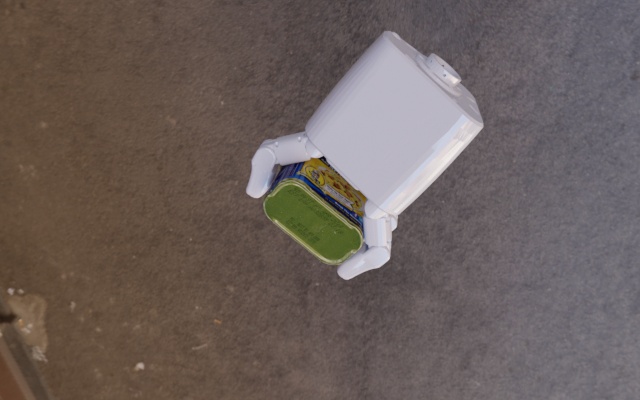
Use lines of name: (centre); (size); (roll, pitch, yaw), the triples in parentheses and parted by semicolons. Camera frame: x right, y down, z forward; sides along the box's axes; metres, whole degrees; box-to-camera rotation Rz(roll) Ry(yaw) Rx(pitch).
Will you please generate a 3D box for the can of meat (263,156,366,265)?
can of meat: (0.000, 0.002, 0.462); (0.102, 0.057, 0.084); (39, 29, -12)
